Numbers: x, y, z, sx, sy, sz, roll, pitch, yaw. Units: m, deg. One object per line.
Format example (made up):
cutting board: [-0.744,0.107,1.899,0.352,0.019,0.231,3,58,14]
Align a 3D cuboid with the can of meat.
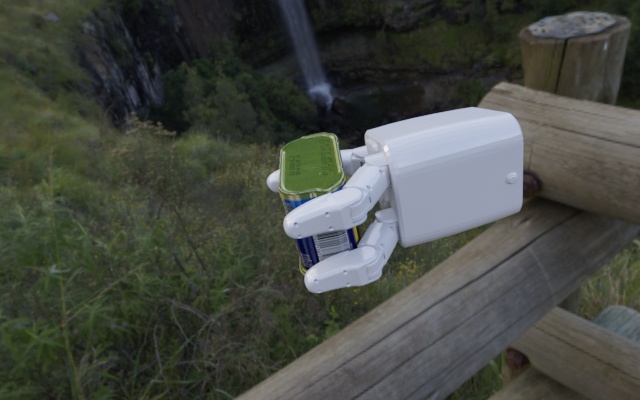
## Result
can of meat: [0.000,0.001,0.407,0.057,0.084,0.102,-12,33,3]
